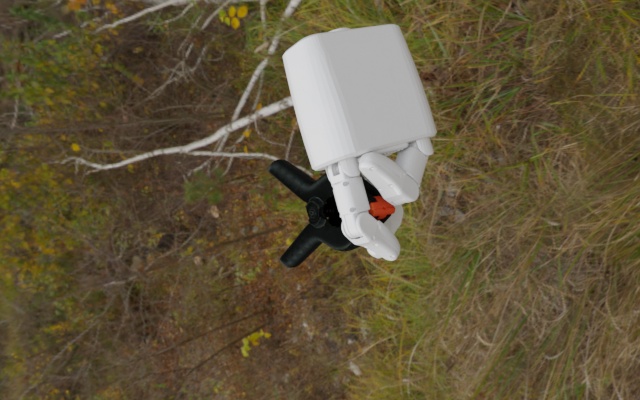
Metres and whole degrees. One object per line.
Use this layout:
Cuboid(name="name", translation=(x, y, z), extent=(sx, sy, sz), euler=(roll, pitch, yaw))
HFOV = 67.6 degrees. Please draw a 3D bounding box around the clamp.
Cuboid(name="clamp", translation=(0.000, 0.002, 0.482), extent=(0.039, 0.120, 0.171), euler=(-16, -2, -42))
